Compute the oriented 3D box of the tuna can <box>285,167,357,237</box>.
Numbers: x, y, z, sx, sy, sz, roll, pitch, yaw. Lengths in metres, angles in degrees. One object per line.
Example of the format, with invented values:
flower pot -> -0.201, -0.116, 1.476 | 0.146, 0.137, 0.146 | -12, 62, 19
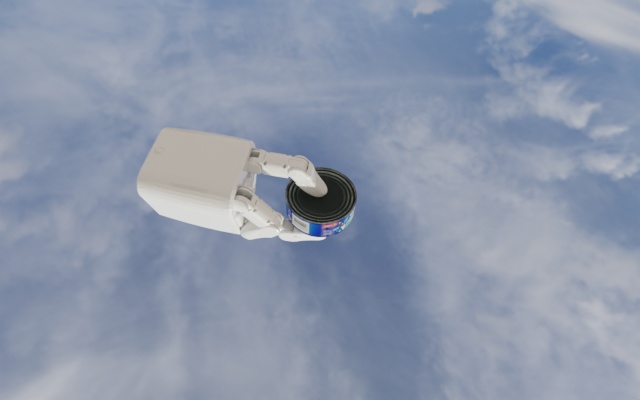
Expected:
tuna can -> 0.000, 0.002, 0.582 | 0.086, 0.086, 0.034 | 0, -38, -3
